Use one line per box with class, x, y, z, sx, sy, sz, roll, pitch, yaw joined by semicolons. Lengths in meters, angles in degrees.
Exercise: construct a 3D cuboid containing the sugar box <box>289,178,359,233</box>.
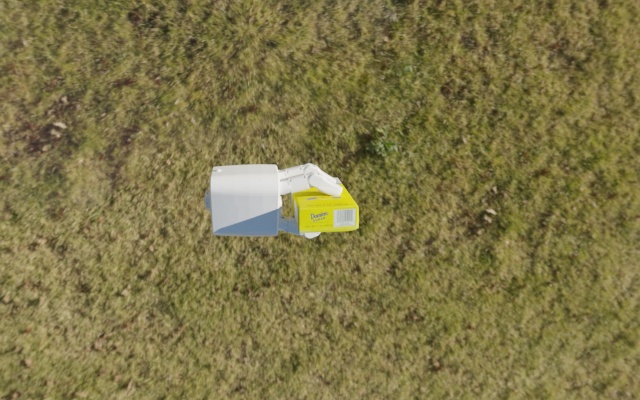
sugar box;0.000;0.002;0.795;0.093;0.048;0.176;-2;20;-9
